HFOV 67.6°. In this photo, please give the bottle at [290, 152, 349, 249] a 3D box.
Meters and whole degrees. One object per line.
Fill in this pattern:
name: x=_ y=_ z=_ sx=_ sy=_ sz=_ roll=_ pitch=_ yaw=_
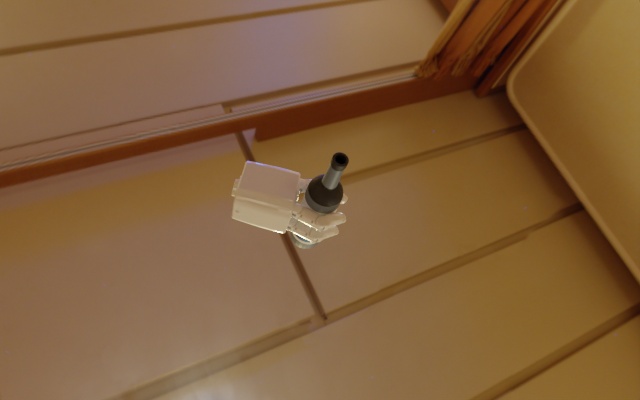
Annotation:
bottle: x=0.000 y=0.003 z=0.889 sx=0.069 sy=0.069 sz=0.296 roll=0 pitch=-28 yaw=-14
